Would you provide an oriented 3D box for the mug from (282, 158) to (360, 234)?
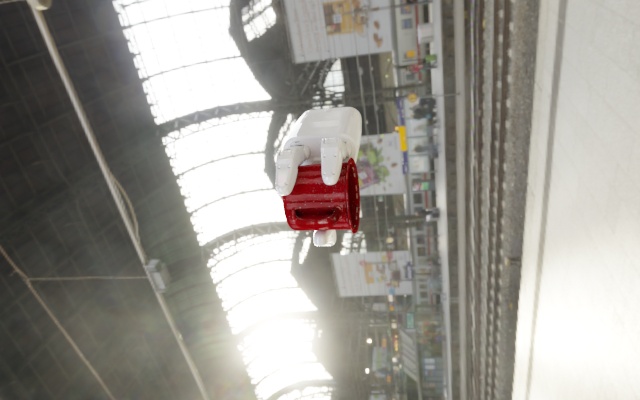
[{"bbox_3d":[0.000,0.003,0.580,0.081,0.093,0.117,-3,30,13],"label":"mug"}]
